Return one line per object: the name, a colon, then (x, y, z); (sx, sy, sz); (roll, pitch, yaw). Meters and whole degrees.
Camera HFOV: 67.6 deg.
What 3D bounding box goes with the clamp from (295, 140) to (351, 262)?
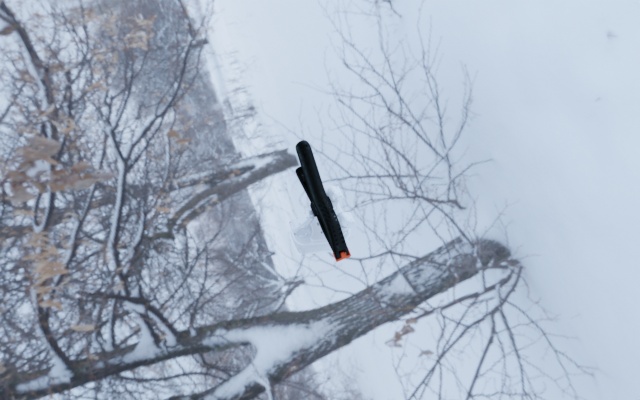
clamp: (0.000, 0.004, 0.833); (0.036, 0.210, 0.165); (-22, -17, -6)
